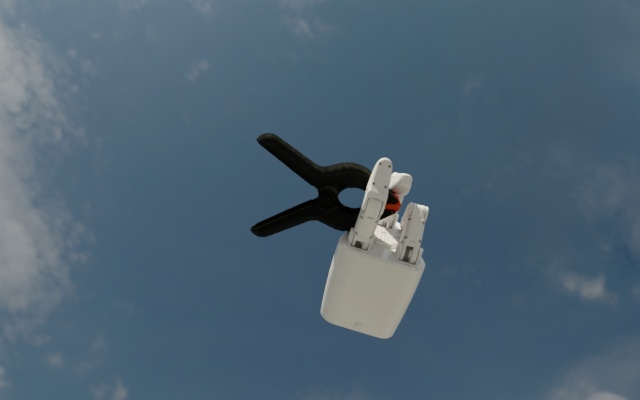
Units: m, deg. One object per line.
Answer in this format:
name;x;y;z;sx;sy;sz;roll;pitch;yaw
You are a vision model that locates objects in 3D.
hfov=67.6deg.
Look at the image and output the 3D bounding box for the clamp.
clamp;0.000;0.001;0.538;0.171;0.120;0.039;17;25;1
